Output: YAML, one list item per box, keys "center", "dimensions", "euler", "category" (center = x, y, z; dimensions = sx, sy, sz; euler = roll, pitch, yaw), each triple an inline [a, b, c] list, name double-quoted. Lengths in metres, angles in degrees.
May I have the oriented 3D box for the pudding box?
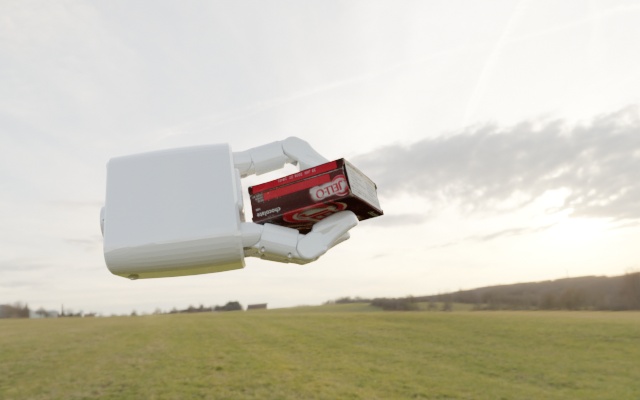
- center: [0.000, 0.001, 0.435]
  dimensions: [0.090, 0.039, 0.113]
  euler: [-15, -12, 18]
  category: "pudding box"
